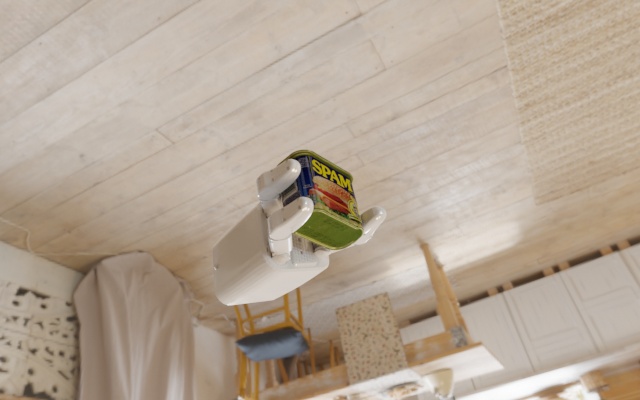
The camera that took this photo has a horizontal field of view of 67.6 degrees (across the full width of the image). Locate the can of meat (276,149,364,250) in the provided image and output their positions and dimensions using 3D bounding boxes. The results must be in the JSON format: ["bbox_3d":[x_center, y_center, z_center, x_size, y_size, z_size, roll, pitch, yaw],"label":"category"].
[{"bbox_3d":[0.000,0.002,0.555,0.057,0.084,0.102,-35,-42,29],"label":"can of meat"}]
